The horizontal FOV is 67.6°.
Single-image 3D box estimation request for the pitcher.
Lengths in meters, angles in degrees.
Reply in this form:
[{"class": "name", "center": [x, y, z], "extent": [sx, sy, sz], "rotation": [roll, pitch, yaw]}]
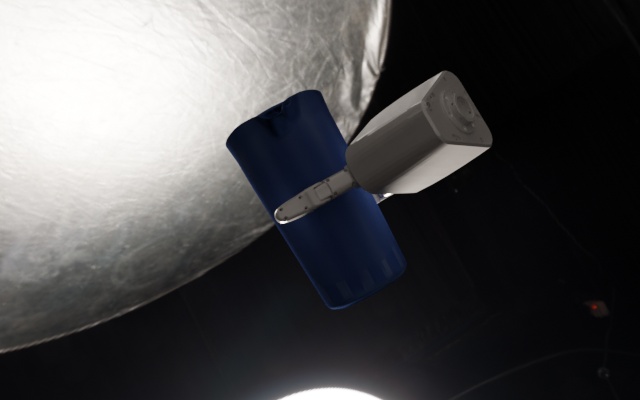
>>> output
[{"class": "pitcher", "center": [0.000, 0.002, 0.585], "extent": [0.145, 0.243, 0.149], "rotation": [-33, -6, 41]}]
